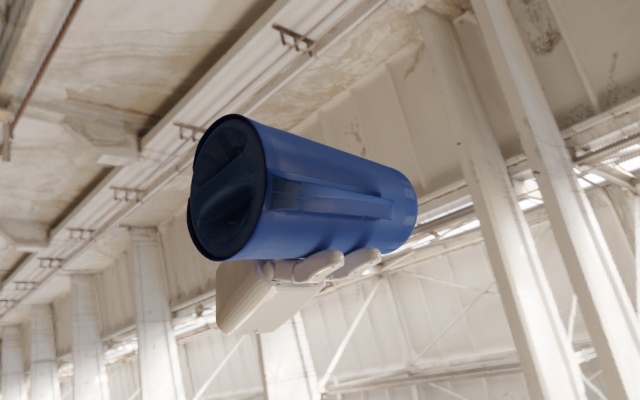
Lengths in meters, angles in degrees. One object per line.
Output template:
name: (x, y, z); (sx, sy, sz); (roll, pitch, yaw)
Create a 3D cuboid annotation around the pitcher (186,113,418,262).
pitcher: (0.000, 0.002, 0.498); (0.243, 0.149, 0.145); (8, -48, -43)
